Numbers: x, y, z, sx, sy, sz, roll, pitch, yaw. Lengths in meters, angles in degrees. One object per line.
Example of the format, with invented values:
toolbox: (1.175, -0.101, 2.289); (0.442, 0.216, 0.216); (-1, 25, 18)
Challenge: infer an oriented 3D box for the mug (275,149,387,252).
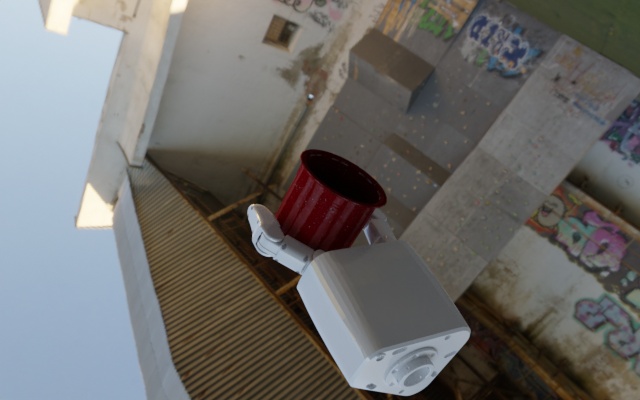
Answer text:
mug: (-0.001, 0.001, 0.479); (0.093, 0.081, 0.117); (11, 31, -35)
